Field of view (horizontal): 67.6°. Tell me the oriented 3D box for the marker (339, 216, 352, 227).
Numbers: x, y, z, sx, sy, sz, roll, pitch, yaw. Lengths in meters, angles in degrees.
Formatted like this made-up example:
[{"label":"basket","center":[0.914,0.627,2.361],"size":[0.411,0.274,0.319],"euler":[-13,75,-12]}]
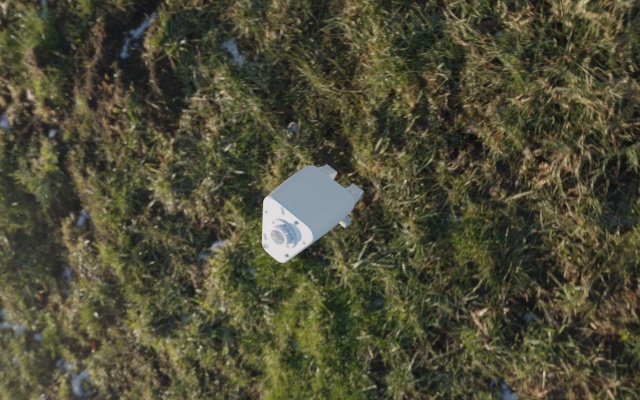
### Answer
[{"label":"marker","center":[0.000,0.003,0.813],"size":[0.121,0.020,0.020],"euler":[37,9,13]}]
